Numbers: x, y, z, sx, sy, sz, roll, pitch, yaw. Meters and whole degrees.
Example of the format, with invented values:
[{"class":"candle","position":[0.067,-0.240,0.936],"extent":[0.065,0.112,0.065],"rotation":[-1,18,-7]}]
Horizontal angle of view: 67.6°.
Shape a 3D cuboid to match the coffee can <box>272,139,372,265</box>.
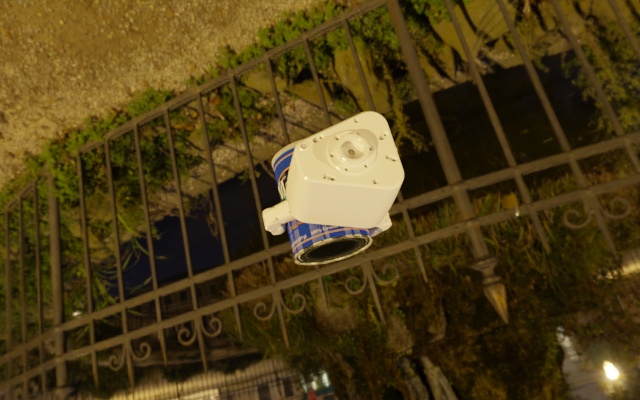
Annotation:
[{"class":"coffee can","position":[0.000,0.002,0.628],"extent":[0.103,0.140,0.103],"rotation":[-13,-21,-5]}]
